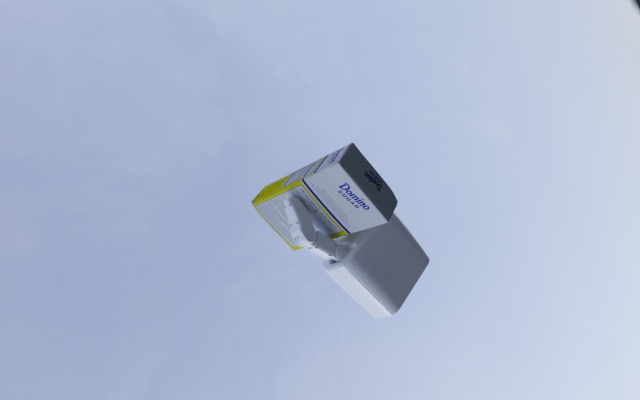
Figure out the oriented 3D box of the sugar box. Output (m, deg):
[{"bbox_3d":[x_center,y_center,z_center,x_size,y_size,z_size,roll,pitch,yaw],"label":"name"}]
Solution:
[{"bbox_3d":[0.000,0.002,0.587,0.176,0.093,0.048,-22,26,44],"label":"sugar box"}]
